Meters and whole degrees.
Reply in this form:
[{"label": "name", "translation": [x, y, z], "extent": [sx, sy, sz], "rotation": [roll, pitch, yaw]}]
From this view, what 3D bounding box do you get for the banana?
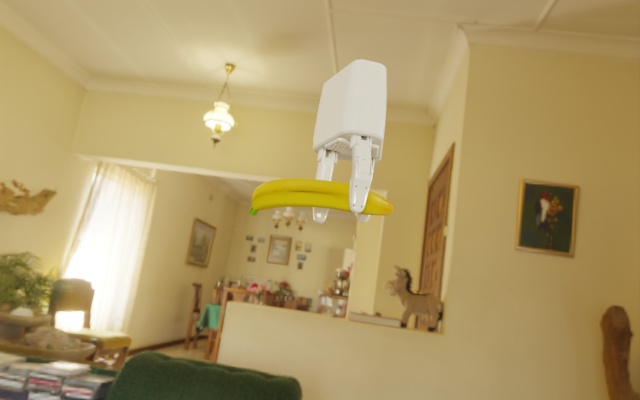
[{"label": "banana", "translation": [-0.007, -0.004, 0.618], "extent": [0.198, 0.037, 0.070], "rotation": [1, -18, 13]}]
